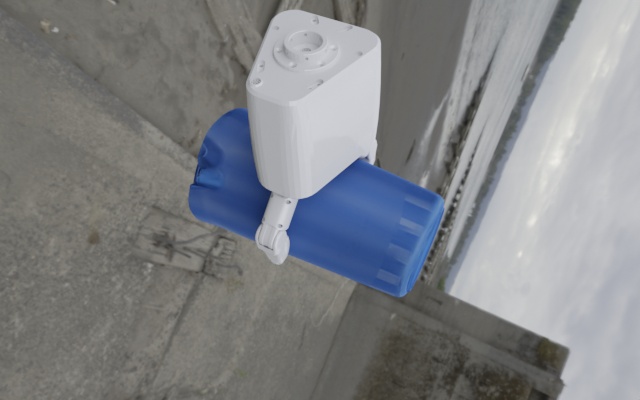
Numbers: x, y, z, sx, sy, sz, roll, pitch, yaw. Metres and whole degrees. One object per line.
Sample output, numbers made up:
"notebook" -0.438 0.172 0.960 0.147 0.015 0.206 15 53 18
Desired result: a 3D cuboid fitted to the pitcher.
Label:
"pitcher" 0.000 0.002 0.506 0.243 0.149 0.145 23 -33 17
